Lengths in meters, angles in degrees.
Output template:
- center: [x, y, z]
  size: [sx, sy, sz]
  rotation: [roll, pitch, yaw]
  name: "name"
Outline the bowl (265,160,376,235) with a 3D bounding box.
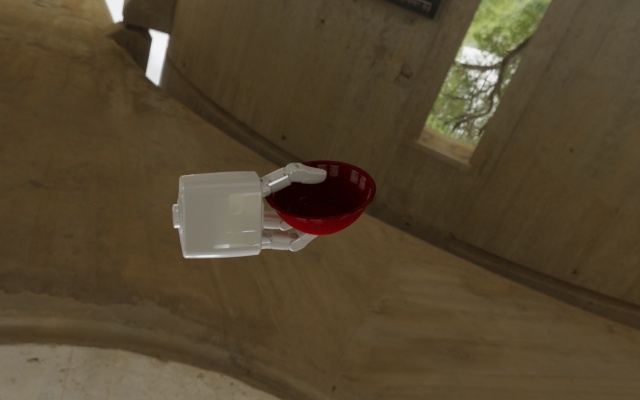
- center: [0.001, 0.003, 0.701]
  size: [0.162, 0.055, 0.162]
  rotation: [-2, 33, 1]
  name: "bowl"
